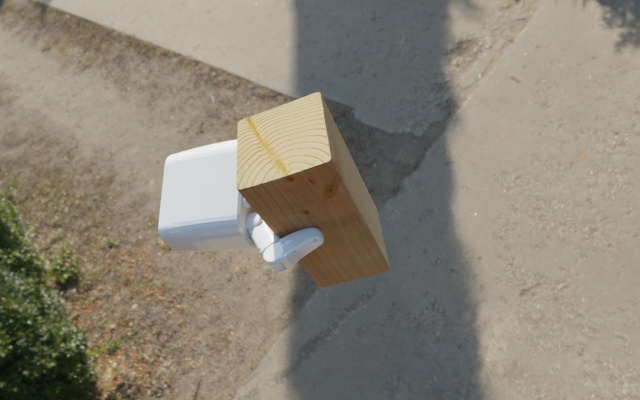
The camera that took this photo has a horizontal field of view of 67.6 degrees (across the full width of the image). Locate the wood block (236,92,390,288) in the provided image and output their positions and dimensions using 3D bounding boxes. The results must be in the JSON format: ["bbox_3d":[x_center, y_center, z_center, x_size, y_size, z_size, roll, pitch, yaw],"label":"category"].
[{"bbox_3d":[0.000,0.002,0.506,0.090,0.090,0.206,-17,-38,13],"label":"wood block"}]
